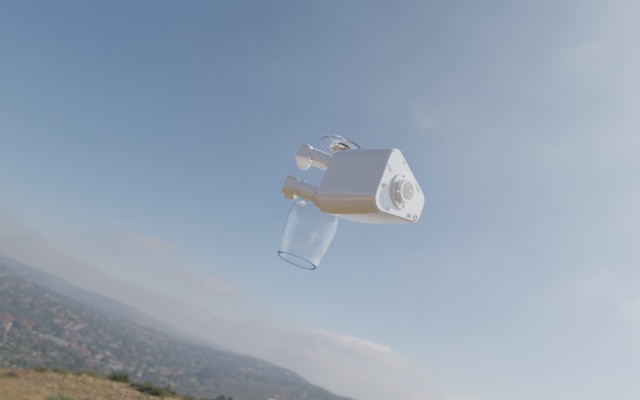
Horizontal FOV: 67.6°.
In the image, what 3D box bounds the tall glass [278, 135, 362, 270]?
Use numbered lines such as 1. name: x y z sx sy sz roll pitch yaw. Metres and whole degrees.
1. tall glass: 0.000 0.002 0.735 0.079 0.201 0.079 20 -19 7
